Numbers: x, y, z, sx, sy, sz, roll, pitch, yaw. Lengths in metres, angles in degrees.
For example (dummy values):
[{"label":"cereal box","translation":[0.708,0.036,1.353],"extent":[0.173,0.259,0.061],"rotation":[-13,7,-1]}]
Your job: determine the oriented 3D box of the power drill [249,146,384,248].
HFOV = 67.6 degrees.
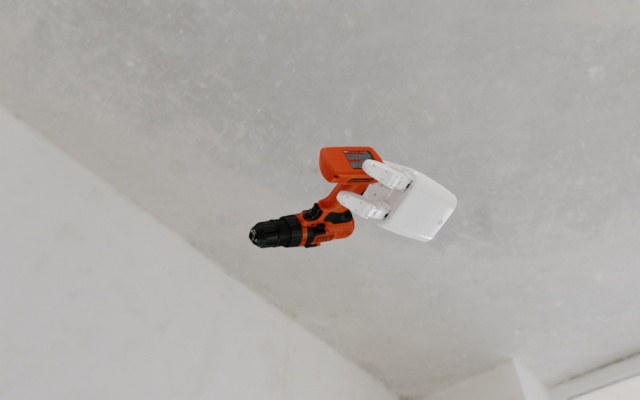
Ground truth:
[{"label":"power drill","translation":[0.001,0.002,0.706],"extent":[0.184,0.057,0.188],"rotation":[-7,-34,-35]}]
